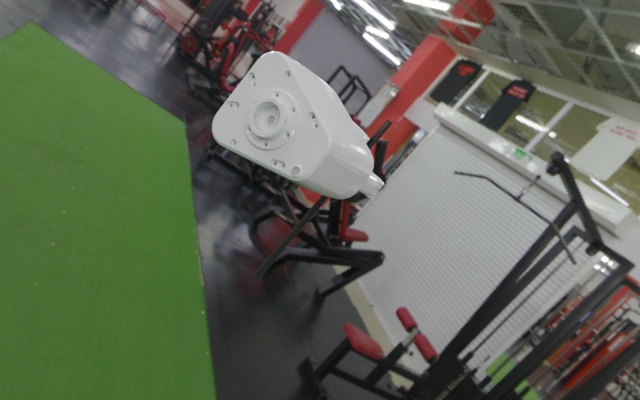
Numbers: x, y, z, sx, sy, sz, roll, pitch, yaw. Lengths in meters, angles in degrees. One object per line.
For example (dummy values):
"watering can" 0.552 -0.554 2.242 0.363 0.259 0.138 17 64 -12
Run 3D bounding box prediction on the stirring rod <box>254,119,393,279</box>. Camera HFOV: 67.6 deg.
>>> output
"stirring rod" 0.000 0.002 0.552 0.011 0.239 0.011 39 11 -9
